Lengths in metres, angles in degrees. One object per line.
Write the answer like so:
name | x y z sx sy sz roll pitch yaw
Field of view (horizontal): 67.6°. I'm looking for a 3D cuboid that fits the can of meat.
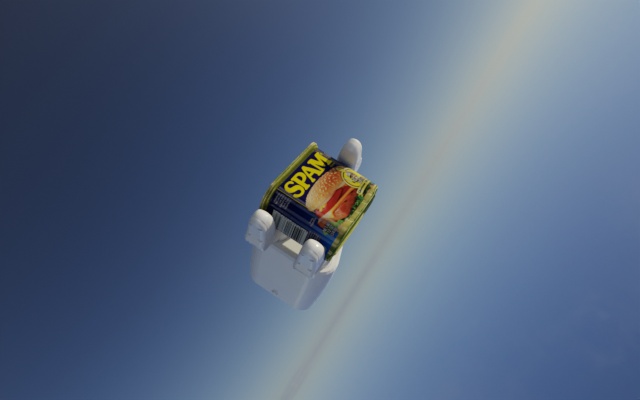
can of meat | 0.000 0.002 0.479 0.084 0.057 0.102 33 48 8
